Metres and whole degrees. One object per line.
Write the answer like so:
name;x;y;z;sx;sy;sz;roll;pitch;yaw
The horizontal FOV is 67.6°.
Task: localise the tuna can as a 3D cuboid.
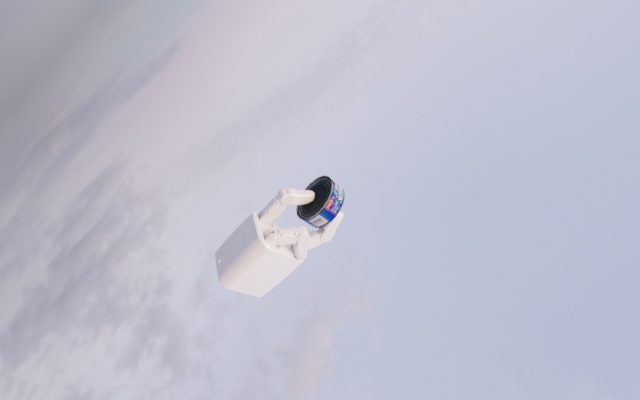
tuna can;0.001;0.003;0.805;0.034;0.086;0.086;35;-20;-30
